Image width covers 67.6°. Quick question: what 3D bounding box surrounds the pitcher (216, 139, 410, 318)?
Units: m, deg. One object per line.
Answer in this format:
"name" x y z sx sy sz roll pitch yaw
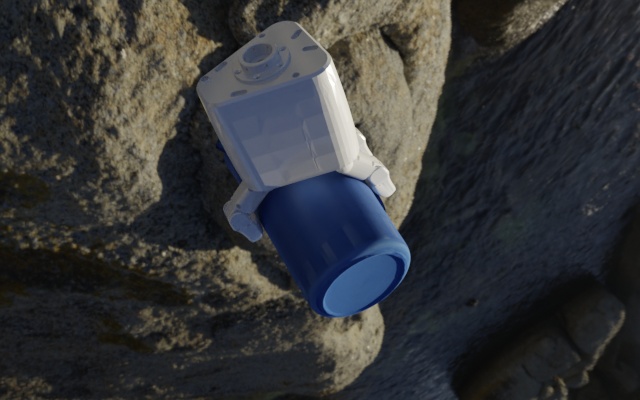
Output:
"pitcher" 0.000 0.002 0.525 0.149 0.242 0.145 -28 -40 -5
